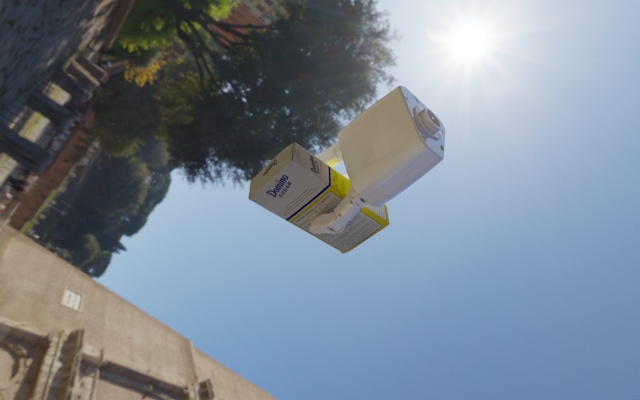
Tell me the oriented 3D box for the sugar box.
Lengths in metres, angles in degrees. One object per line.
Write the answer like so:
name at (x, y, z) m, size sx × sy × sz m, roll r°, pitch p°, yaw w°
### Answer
sugar box at (0.000, 0.002, 0.651) m, size 0.176 × 0.048 × 0.093 m, roll 35°, pitch -55°, yaw -27°
